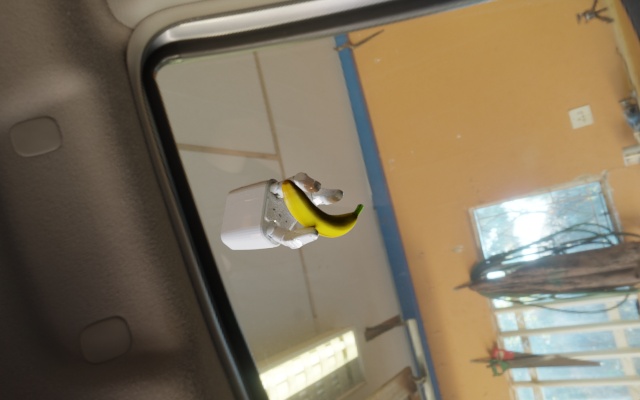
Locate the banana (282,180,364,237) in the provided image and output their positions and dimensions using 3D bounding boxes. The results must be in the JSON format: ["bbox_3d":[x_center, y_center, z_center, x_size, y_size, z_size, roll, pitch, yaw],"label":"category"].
[{"bbox_3d":[0.001,0.021,0.776,0.037,0.069,0.198,-4,-14,39],"label":"banana"}]
